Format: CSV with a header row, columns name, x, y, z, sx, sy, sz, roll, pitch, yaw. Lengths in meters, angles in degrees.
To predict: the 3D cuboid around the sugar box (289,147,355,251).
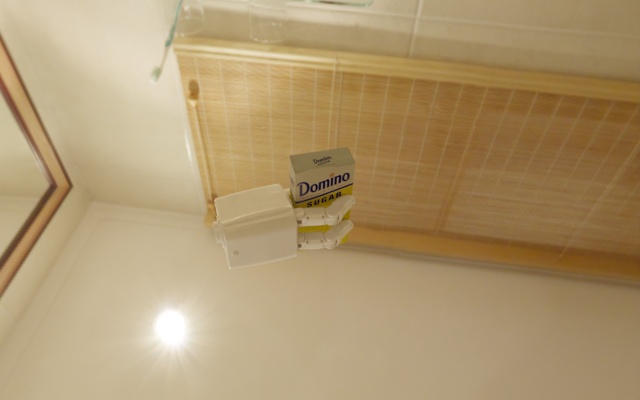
name,x,y,z,sx,sy,sz,roll,pitch,yaw
sugar box,0.000,0.003,0.750,0.093,0.048,0.176,-10,-42,-12
